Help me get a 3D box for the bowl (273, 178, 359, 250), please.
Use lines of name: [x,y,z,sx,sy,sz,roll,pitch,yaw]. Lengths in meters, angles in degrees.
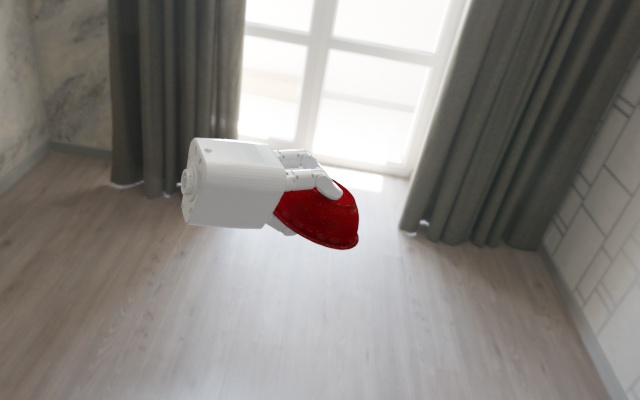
bowl: [0.001,0.002,0.715,0.162,0.055,0.162,26,22,-11]
